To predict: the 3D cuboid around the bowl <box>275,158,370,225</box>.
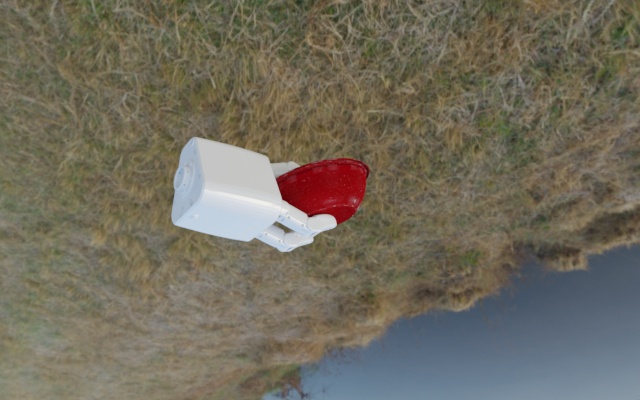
[{"bbox_3d":[0.001,0.003,0.684,0.162,0.055,0.162,-15,-20,-6],"label":"bowl"}]
